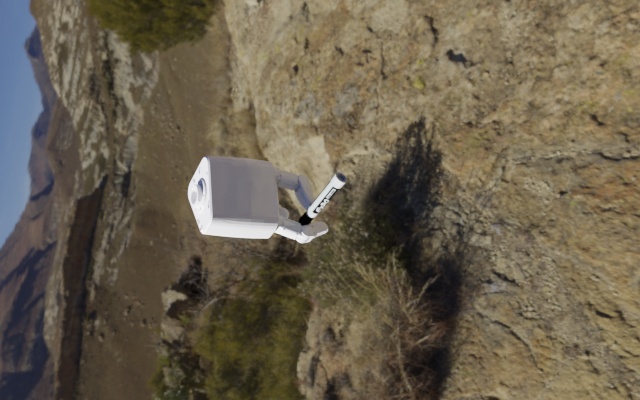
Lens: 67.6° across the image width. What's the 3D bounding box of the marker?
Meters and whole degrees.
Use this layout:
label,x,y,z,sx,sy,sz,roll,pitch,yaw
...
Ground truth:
label,x,y,z,sx,sy,sz,roll,pitch,yaw
marker,0.000,0.002,0.717,0.020,0.020,0.121,0,-36,-37
